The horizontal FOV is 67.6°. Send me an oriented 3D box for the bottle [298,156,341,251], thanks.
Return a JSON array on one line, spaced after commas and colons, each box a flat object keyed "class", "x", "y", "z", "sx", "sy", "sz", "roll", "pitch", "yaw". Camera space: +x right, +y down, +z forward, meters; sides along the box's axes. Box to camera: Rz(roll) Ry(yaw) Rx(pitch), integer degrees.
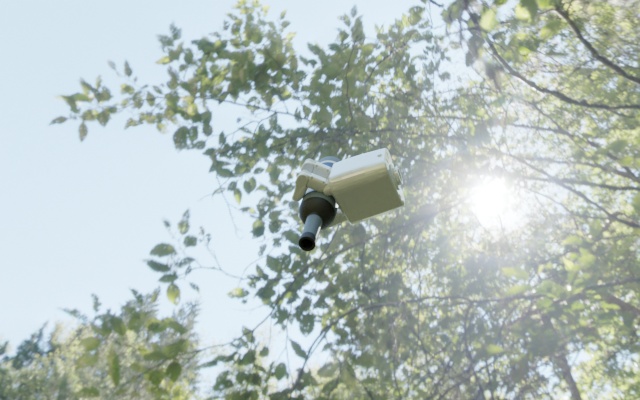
[{"class": "bottle", "x": 0.000, "y": 0.003, "z": 0.881, "sx": 0.069, "sy": 0.069, "sz": 0.295, "roll": 0, "pitch": 27, "yaw": 10}]
